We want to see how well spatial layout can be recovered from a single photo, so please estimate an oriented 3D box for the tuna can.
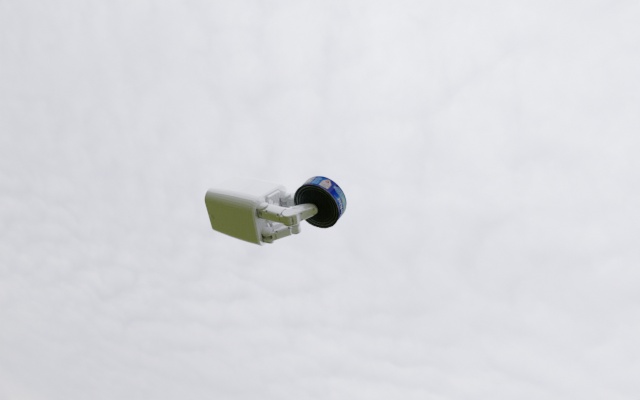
[{"bbox_3d":[0.000,0.002,0.798,0.086,0.086,0.033,0,31,34],"label":"tuna can"}]
